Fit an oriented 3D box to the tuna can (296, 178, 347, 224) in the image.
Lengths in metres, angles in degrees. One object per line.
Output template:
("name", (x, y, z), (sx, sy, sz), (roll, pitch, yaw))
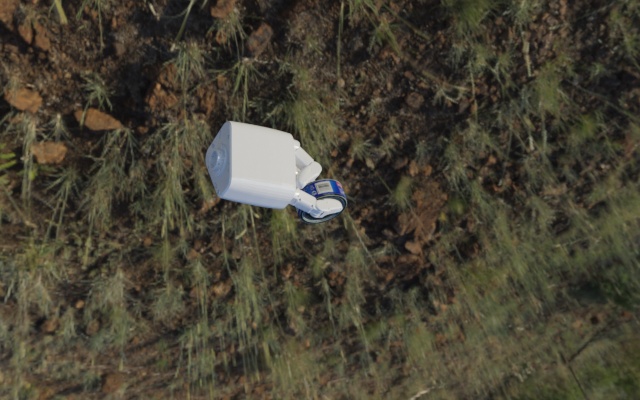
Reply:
("tuna can", (0.000, 0.003, 0.794), (0.086, 0.033, 0.086), (-14, -32, -9))
